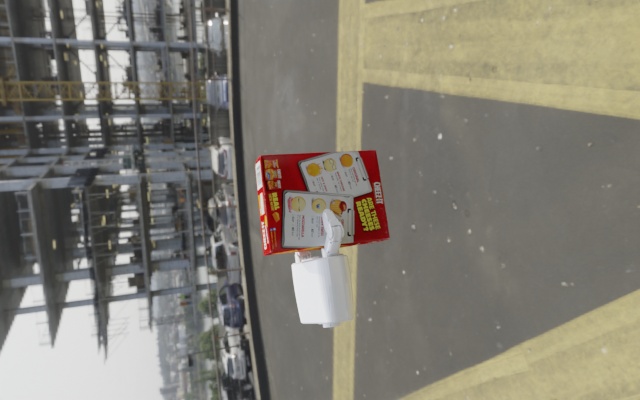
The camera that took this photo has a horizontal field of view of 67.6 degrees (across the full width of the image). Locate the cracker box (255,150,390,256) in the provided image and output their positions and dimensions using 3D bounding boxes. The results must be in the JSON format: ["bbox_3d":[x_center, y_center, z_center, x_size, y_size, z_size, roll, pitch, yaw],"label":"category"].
[{"bbox_3d":[0.000,0.003,0.833,0.213,0.164,0.072,-5,-9,-19],"label":"cracker box"}]
